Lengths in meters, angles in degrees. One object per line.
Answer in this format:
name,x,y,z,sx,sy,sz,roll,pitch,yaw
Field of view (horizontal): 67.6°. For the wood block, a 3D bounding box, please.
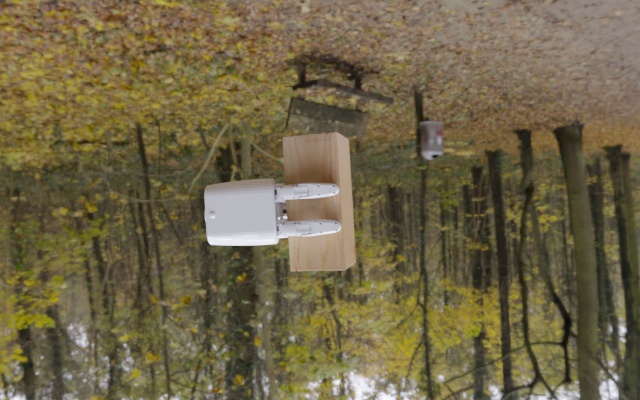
wood block,0.000,0.003,0.760,0.090,0.206,0.091,-3,0,14
